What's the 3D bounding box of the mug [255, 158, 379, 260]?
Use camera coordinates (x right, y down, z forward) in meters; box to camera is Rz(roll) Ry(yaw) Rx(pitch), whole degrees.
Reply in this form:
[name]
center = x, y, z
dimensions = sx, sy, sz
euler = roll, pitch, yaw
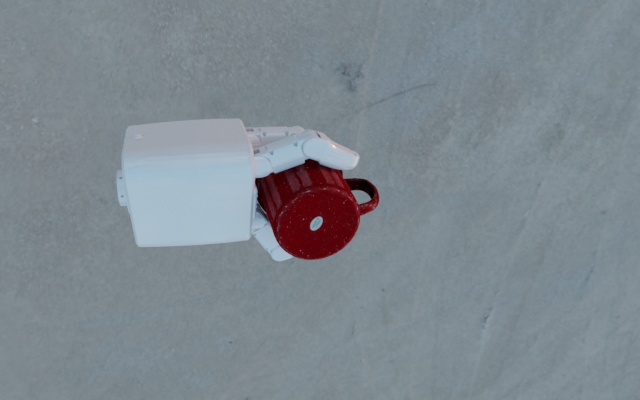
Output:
[mug]
center = 0.002, 0.002, 0.461
dimensions = 0.117, 0.093, 0.081
euler = -6, 32, -14
